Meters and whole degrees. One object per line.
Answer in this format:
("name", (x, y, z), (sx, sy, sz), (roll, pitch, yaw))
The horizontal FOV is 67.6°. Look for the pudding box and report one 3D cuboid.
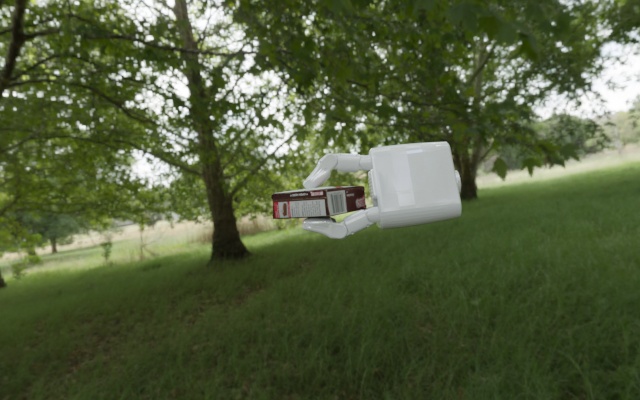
("pudding box", (0.000, 0.002, 0.662), (0.090, 0.039, 0.113), (-5, 0, 31))
